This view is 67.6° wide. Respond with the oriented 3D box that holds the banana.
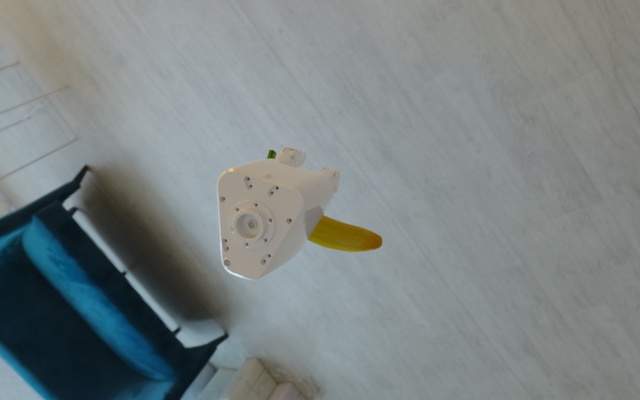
[{"bbox_3d":[-0.015,0.014,0.611,0.198,0.069,0.037,40,-9,11],"label":"banana"}]
